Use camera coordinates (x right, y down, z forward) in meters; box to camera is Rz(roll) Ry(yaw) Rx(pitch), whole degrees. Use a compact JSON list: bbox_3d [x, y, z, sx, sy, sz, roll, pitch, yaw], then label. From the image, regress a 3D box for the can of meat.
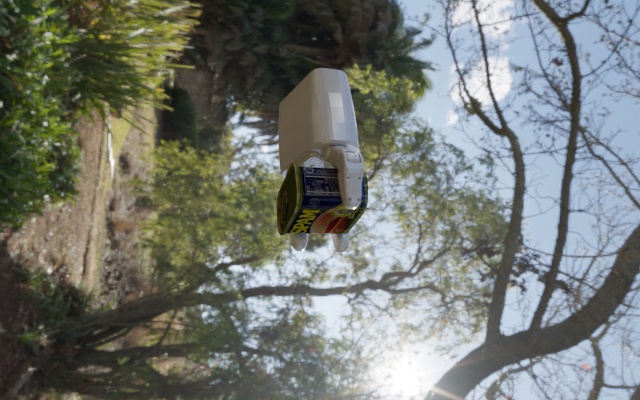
[{"bbox_3d":[0.000,0.002,0.553,0.084,0.057,0.102,2,-26,-17],"label":"can of meat"}]
